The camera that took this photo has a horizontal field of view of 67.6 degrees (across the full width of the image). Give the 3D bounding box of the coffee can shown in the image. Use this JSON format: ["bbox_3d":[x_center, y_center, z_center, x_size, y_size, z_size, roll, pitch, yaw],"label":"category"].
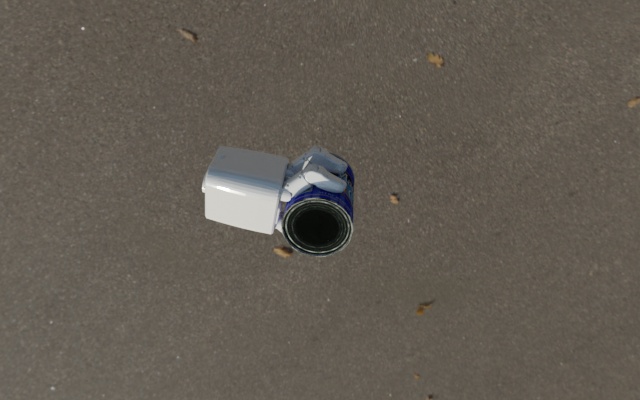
[{"bbox_3d":[0.000,0.002,0.729,0.103,0.103,0.140,0,33,5],"label":"coffee can"}]
